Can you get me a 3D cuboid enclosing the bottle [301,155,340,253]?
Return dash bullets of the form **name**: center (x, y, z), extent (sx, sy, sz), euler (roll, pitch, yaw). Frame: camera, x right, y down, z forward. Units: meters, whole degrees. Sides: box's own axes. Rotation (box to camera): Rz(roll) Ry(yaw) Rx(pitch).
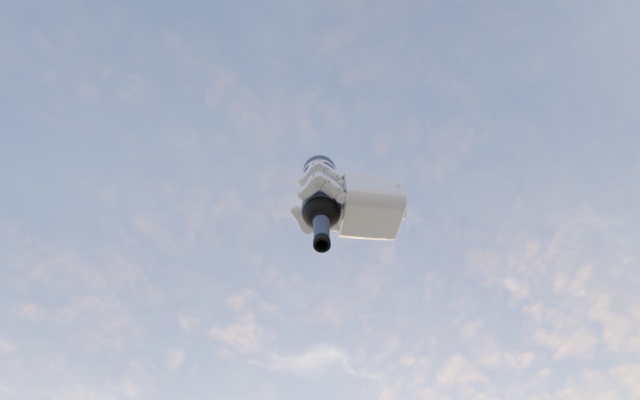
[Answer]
- **bottle**: center (0.000, 0.003, 0.850), extent (0.069, 0.069, 0.295), euler (0, 26, -1)
